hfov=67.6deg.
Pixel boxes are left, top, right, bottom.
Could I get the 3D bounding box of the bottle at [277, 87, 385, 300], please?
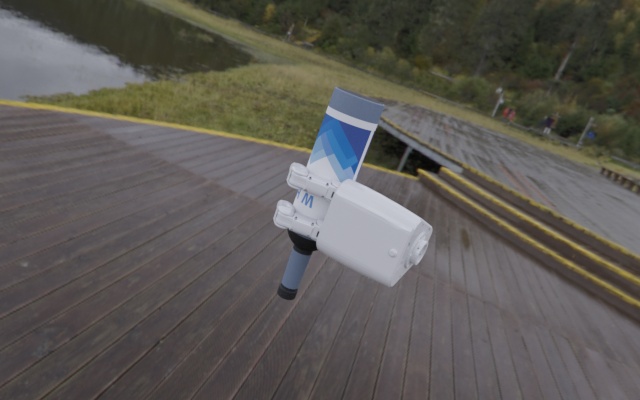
[{"bbox_3d":[0.000,0.002,0.636,0.069,0.296,0.069,19,17,-6],"label":"bottle"}]
